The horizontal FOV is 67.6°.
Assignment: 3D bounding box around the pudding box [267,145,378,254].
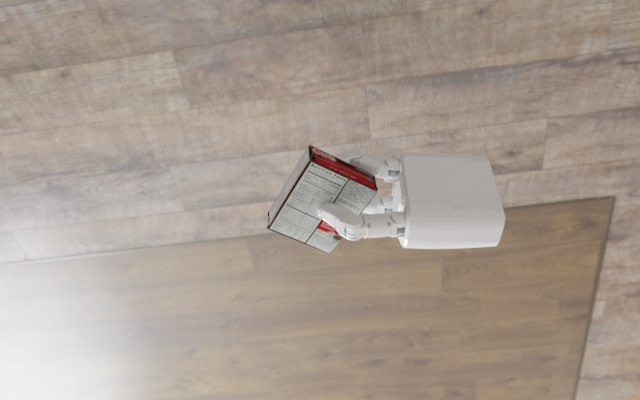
[{"bbox_3d":[0.000,0.002,0.564,0.090,0.113,0.039,24,29,-17],"label":"pudding box"}]
